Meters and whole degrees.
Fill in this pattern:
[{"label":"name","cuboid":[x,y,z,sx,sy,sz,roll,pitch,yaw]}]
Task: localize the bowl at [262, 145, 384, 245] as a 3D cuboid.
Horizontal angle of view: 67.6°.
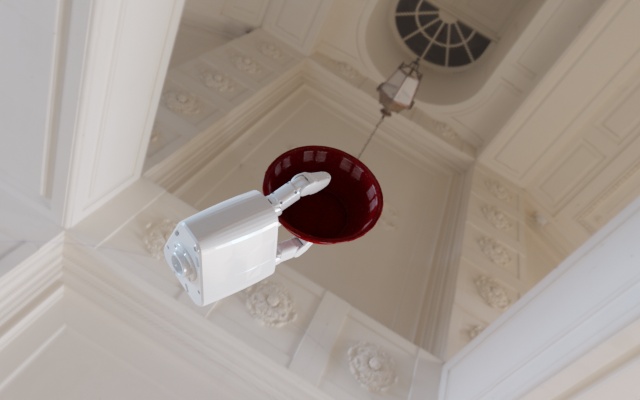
[{"label":"bowl","cuboid":[0.001,0.002,0.647,0.162,0.162,0.055,0,-36,-13]}]
